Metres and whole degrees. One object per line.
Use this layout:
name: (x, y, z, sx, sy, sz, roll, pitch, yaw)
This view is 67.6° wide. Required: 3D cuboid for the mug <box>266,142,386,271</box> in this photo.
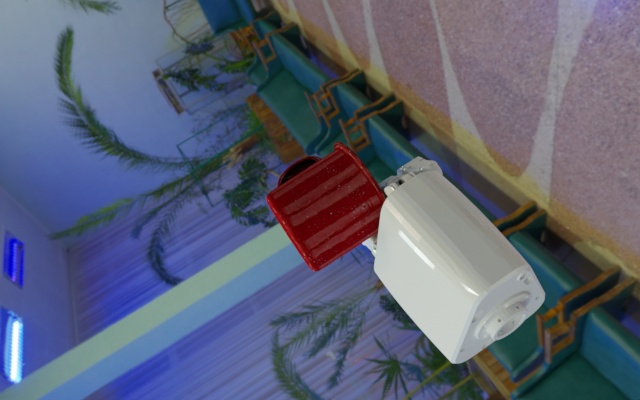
mug: (-0.001, 0.001, 0.430, 0.081, 0.117, 0.093, -33, -39, -7)
